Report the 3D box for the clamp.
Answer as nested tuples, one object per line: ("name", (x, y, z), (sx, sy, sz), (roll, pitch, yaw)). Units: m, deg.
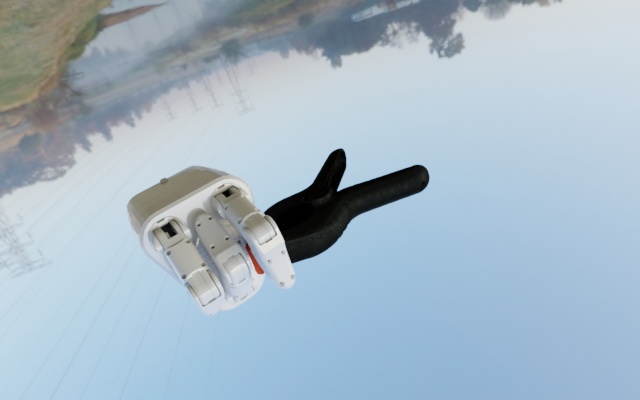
("clamp", (0.000, 0.002, 0.434), (0.171, 0.039, 0.120), (-29, 26, -22))
